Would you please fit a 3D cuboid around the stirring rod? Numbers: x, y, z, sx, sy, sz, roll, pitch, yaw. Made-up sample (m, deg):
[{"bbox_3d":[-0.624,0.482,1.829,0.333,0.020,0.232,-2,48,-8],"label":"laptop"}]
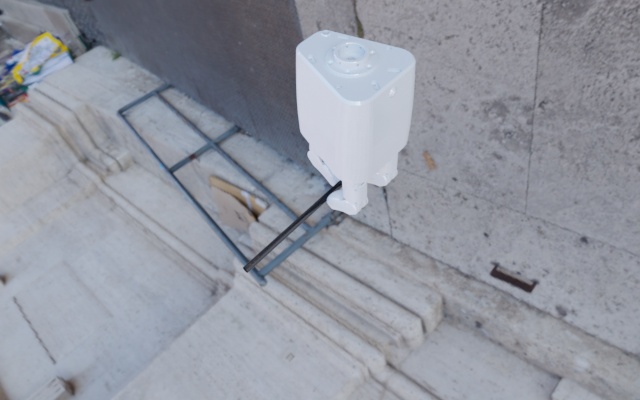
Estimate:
[{"bbox_3d":[0.000,0.002,0.564,0.239,0.011,0.011,-42,21,-25],"label":"stirring rod"}]
